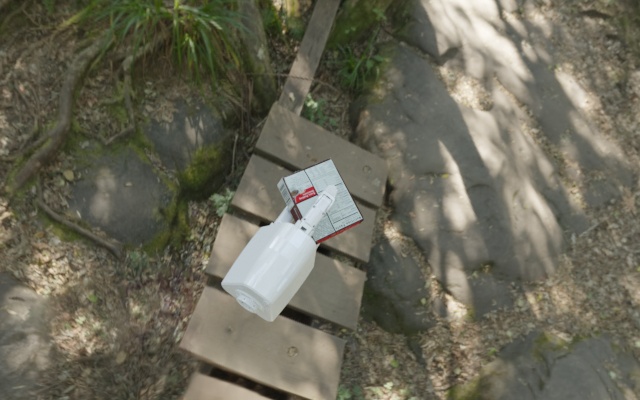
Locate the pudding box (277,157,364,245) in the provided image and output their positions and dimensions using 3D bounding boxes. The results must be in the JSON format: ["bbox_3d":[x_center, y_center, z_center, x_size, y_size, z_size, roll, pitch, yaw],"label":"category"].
[{"bbox_3d":[0.000,0.002,0.723,0.090,0.113,0.039,-23,-9,-22],"label":"pudding box"}]
